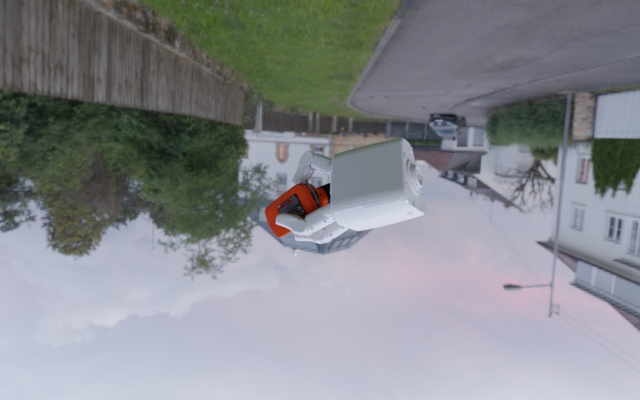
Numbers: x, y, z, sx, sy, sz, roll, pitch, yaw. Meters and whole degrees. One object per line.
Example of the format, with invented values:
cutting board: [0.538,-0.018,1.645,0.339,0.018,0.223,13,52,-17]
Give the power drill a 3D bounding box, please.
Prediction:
power drill: [0.000,0.003,0.787,0.187,0.057,0.184,-21,-11,-47]
